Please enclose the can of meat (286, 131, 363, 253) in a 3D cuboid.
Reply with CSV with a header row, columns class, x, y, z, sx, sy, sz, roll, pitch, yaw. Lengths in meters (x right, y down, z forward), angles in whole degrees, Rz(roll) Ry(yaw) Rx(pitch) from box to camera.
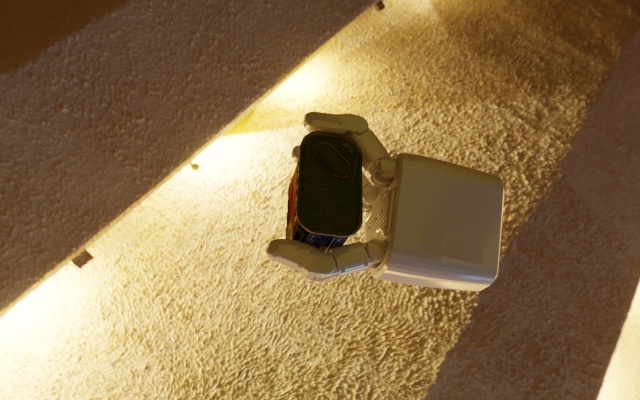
class,x,y,z,sx,sy,sz,roll,pitch,yaw
can of meat,0.000,0.002,0.446,0.057,0.102,0.084,7,-28,-10
